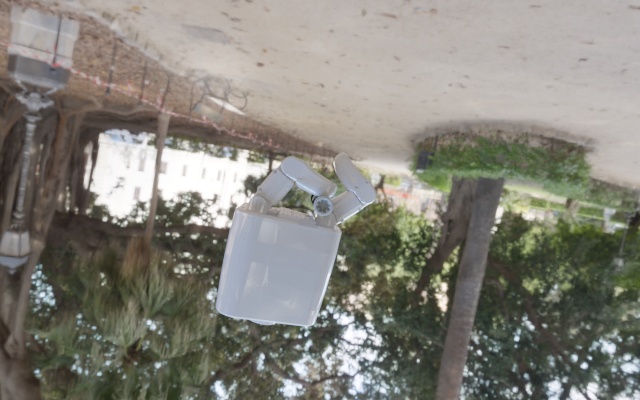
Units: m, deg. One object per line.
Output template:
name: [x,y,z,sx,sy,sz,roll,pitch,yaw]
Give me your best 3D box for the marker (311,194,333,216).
marker: [0.000,0.002,0.517,0.020,0.020,0.121,0,4,-3]
